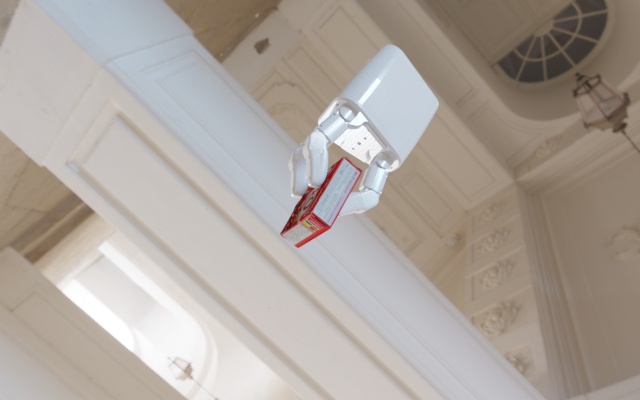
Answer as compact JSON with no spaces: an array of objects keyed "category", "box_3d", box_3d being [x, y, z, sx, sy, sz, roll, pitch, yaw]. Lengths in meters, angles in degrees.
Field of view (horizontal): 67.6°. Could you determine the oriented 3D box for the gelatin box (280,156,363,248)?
[{"category":"gelatin box","box_3d":[0.000,0.002,0.521,0.030,0.089,0.073,38,-35,-12]}]
